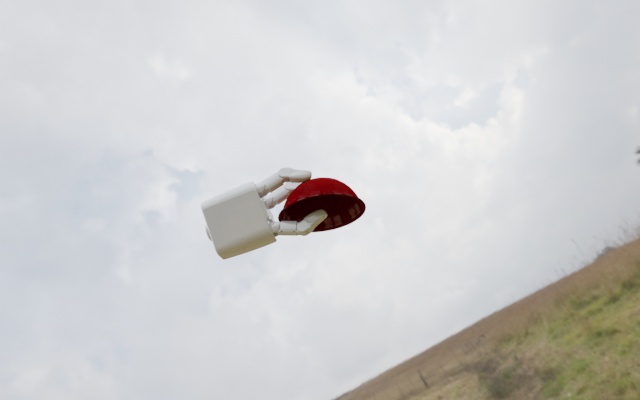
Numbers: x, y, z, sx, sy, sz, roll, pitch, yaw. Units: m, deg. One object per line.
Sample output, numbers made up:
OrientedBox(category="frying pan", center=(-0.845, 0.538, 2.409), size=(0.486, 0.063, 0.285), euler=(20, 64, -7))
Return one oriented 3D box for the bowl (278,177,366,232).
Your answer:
OrientedBox(category="bowl", center=(0.001, 0.002, 0.880), size=(0.162, 0.055, 0.162), euler=(-6, -26, -3))
